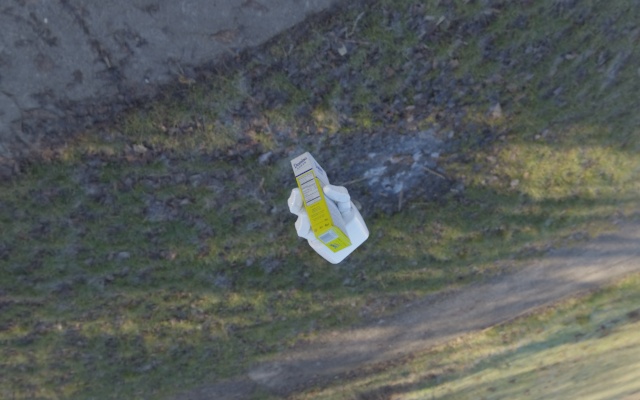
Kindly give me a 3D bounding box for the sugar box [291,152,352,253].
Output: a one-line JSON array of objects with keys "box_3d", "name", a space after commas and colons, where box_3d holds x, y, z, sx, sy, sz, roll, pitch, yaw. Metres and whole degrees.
[{"box_3d": [0.000, 0.003, 0.900, 0.048, 0.176, 0.093, -29, -34, 10], "name": "sugar box"}]
